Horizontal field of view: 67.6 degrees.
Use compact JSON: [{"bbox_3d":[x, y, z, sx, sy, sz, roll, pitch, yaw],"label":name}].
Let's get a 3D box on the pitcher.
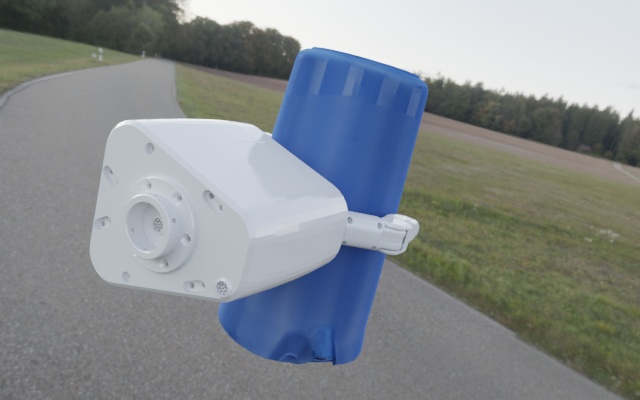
[{"bbox_3d":[0.000,0.001,0.414,0.149,0.243,0.145,22,14,24],"label":"pitcher"}]
